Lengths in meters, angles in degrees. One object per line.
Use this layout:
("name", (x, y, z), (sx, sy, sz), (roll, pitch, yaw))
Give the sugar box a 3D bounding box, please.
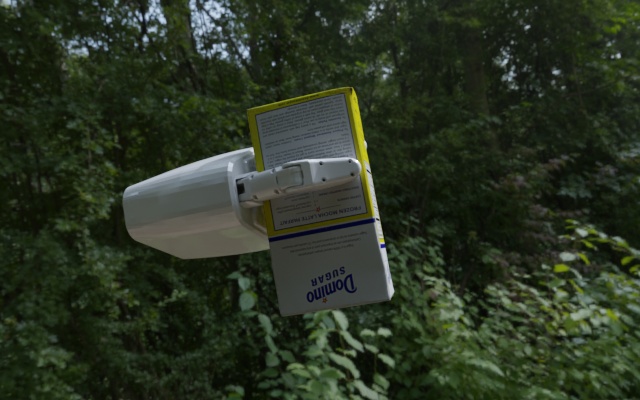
("sugar box", (0.000, 0.001, 0.404), (0.093, 0.176, 0.048), (-11, -4, 12))
